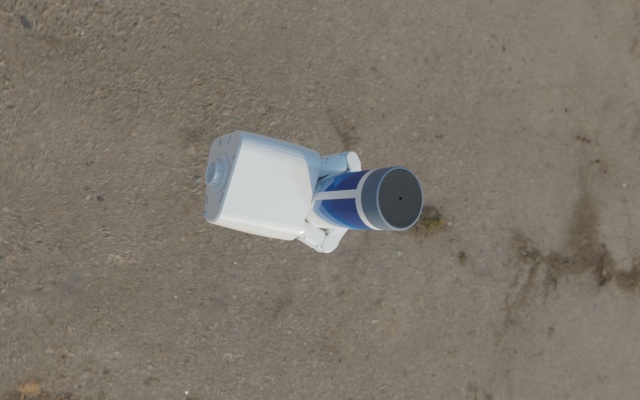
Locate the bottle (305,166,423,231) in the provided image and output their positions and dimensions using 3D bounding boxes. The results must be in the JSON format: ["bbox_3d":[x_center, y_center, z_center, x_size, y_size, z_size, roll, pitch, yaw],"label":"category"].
[{"bbox_3d":[0.000,0.002,0.613,0.069,0.069,0.296,0,-2,-34],"label":"bottle"}]
